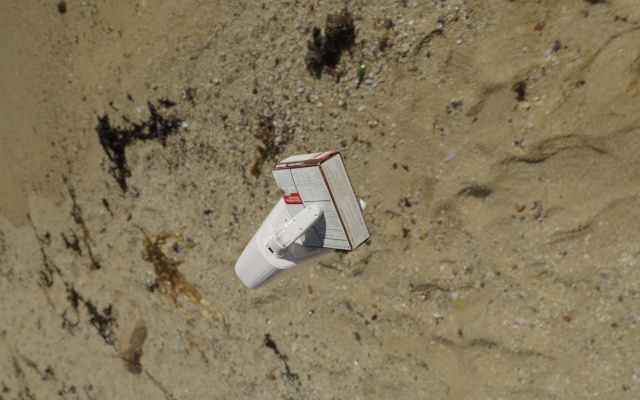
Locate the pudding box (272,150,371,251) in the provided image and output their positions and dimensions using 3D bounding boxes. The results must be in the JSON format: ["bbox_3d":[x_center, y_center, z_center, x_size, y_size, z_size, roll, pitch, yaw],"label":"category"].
[{"bbox_3d":[0.000,0.002,0.558,0.090,0.113,0.039,-1,28,47],"label":"pudding box"}]
